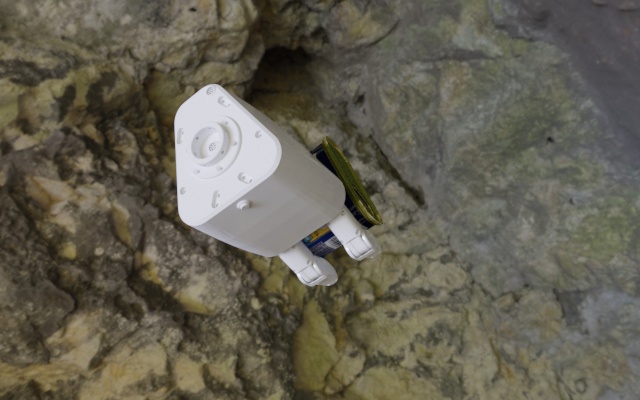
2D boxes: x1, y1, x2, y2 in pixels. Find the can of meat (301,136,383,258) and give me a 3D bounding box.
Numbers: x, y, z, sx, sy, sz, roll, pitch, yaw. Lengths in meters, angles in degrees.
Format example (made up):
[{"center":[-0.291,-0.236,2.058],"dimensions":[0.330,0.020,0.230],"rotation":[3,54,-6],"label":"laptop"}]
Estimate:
[{"center":[0.000,0.002,0.481],"dimensions":[0.084,0.102,0.057],"rotation":[-34,-25,13],"label":"can of meat"}]
